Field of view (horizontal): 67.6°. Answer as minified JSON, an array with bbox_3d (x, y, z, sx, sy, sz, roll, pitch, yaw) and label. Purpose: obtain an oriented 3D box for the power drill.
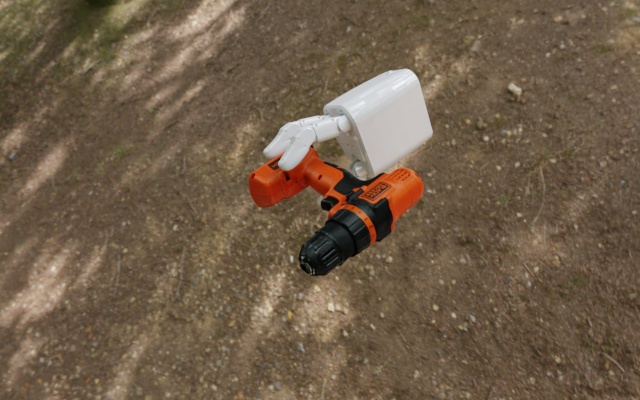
[{"bbox_3d":[0.000,0.002,0.569,0.187,0.057,0.184,25,47,39],"label":"power drill"}]
